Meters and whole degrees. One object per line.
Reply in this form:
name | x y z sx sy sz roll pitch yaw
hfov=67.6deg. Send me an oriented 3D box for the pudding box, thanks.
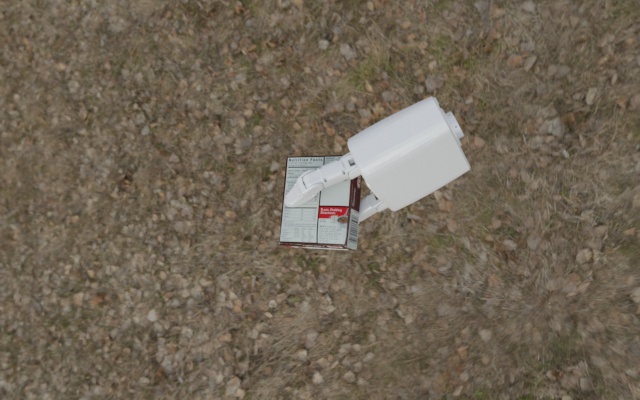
pudding box | 0.000 0.002 0.578 0.090 0.113 0.039 1 -12 23
